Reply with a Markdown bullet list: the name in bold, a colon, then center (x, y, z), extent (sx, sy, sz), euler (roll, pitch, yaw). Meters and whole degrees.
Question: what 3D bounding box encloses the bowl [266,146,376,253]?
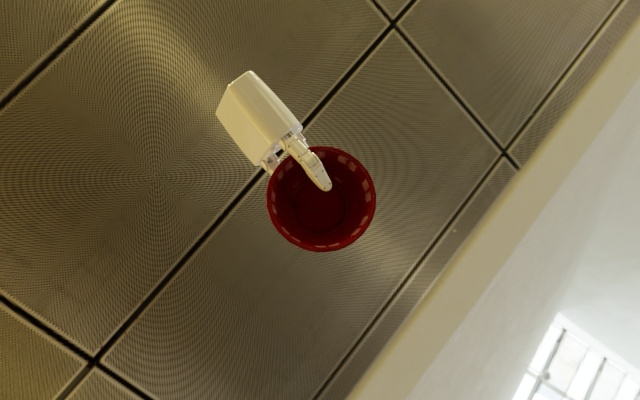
- **bowl**: center (0.001, 0.004, 0.720), extent (0.162, 0.162, 0.055), euler (0, -16, -3)
